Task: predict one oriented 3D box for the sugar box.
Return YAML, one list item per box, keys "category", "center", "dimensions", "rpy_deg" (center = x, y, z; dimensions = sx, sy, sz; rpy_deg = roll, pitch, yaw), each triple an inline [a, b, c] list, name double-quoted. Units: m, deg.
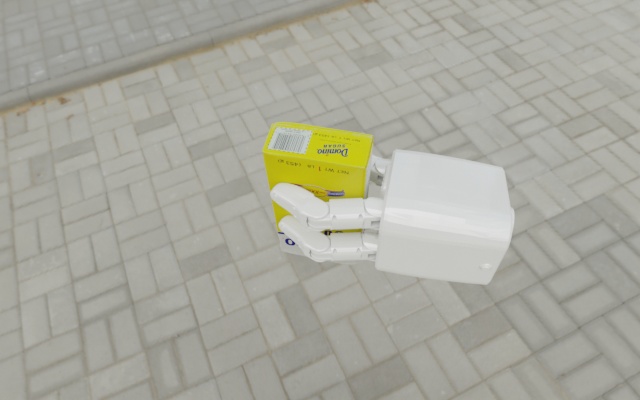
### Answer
- category: "sugar box"
  center: [0.000, 0.002, 0.479]
  dimensions: [0.093, 0.048, 0.176]
  rpy_deg: [10, -36, 10]
